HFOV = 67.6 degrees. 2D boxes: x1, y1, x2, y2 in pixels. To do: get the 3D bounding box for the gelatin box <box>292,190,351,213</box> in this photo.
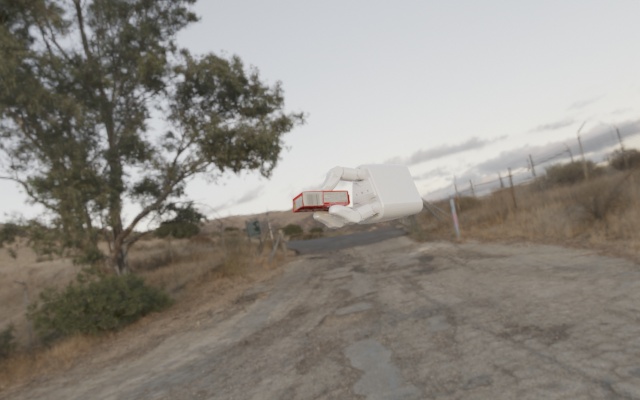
[{"bbox_3d":[0.000,0.002,0.871,0.089,0.030,0.073,-2,-9,-18],"label":"gelatin box"}]
